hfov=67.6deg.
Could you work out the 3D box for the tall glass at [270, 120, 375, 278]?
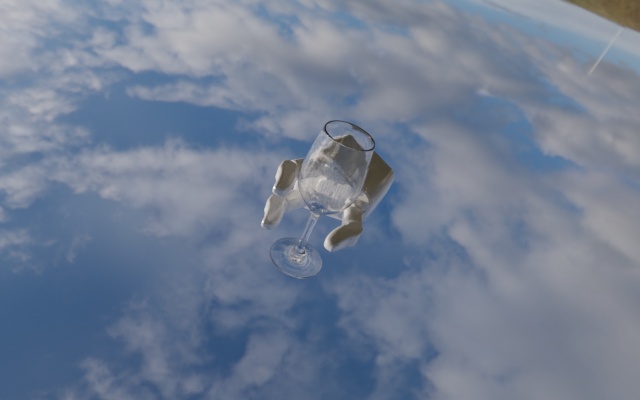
[{"bbox_3d":[0.000,0.003,0.591,0.079,0.201,0.079,16,35,-12],"label":"tall glass"}]
